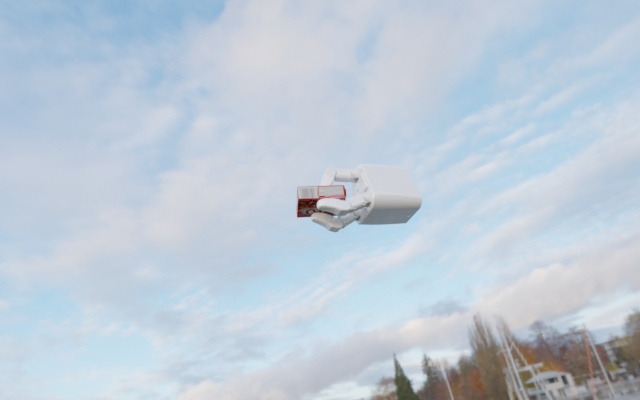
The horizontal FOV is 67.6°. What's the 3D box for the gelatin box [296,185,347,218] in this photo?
[{"bbox_3d":[0.000,0.003,0.887,0.089,0.030,0.073,-2,-29,-6],"label":"gelatin box"}]
